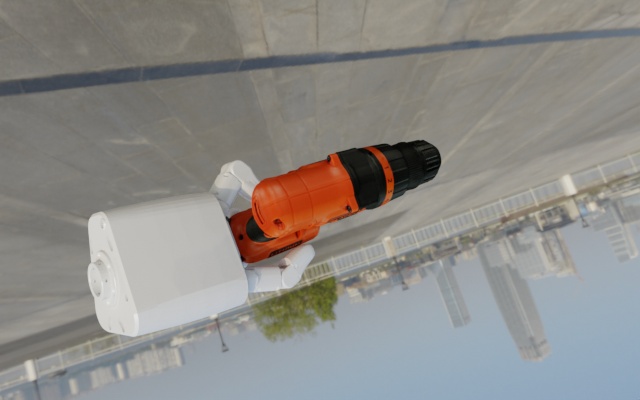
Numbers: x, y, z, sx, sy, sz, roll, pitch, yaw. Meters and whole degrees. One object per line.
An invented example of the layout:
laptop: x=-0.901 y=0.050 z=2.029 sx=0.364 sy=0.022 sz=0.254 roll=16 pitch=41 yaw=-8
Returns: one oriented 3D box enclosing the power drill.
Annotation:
power drill: x=0.000 y=0.002 z=0.454 sx=0.184 sy=0.057 sz=0.188 roll=-16 pitch=-9 yaw=-30
